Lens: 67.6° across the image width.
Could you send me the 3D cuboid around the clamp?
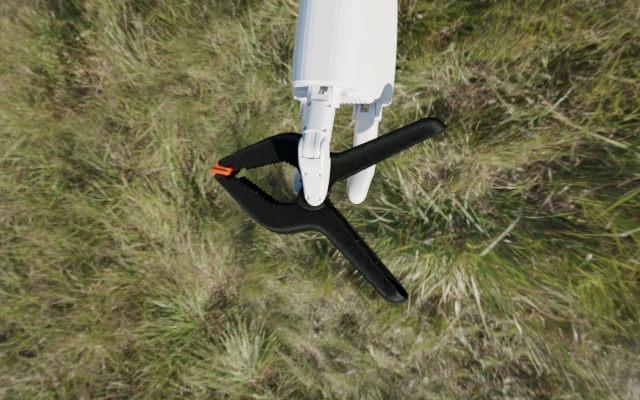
[{"bbox_3d":[-0.001,0.001,0.436,0.210,0.164,0.036,6,4,14],"label":"clamp"}]
